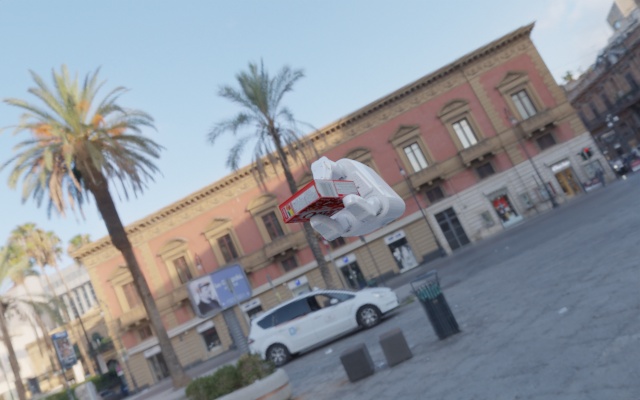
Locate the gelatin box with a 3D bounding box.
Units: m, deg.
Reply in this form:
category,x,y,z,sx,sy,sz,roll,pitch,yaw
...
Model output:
category,x,y,z,sx,sy,sz,roll,pitch,yaw
gelatin box,0.000,0.002,0.644,0.073,0.030,0.089,-34,-21,34
